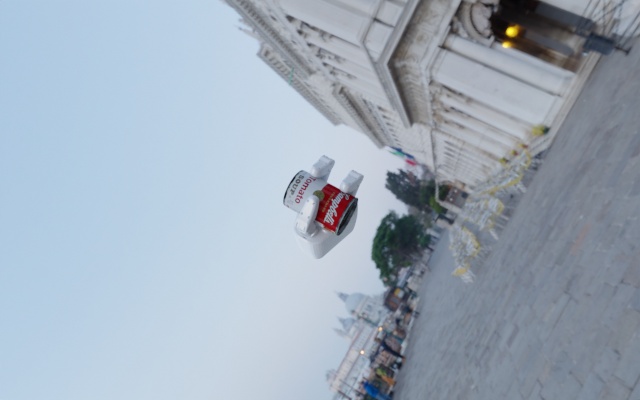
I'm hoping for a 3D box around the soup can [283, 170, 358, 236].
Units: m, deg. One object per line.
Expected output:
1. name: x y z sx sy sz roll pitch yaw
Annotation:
1. soup can: 0.000 0.002 0.762 0.102 0.068 0.068 29 7 14
